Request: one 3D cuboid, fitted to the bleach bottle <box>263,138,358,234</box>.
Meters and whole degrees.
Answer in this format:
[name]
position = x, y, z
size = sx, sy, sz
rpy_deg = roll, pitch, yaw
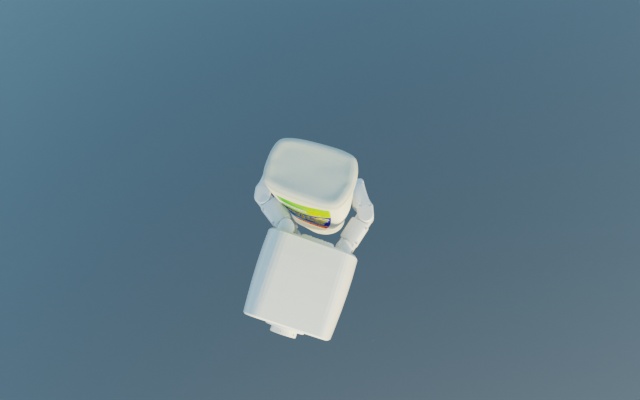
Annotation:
[bleach bottle]
position = 0.000, 0.002, 0.617
size = 0.102, 0.068, 0.251
rpy_deg = 18, -13, 11
